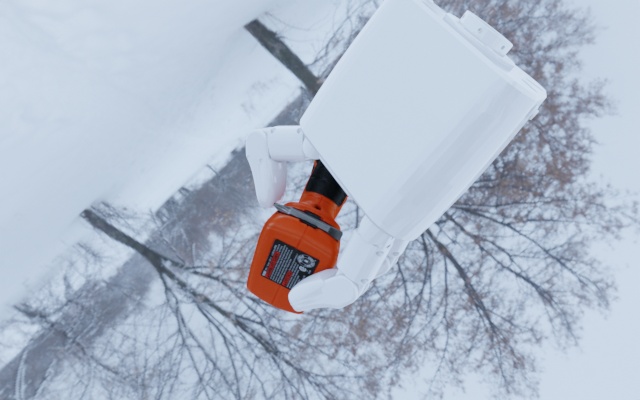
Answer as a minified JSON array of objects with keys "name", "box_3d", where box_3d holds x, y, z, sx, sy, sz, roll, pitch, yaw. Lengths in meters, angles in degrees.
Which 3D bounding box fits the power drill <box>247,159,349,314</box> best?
[{"name":"power drill","box_3d":[0.000,0.002,0.420,0.057,0.187,0.185,23,-42,1]}]
